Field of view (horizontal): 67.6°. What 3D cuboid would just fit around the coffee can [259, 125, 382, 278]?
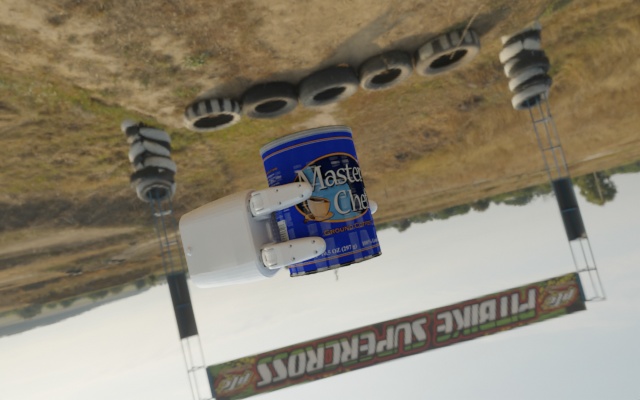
[{"bbox_3d":[0.000,0.001,0.515,0.103,0.140,0.103,-14,-4,-1],"label":"coffee can"}]
